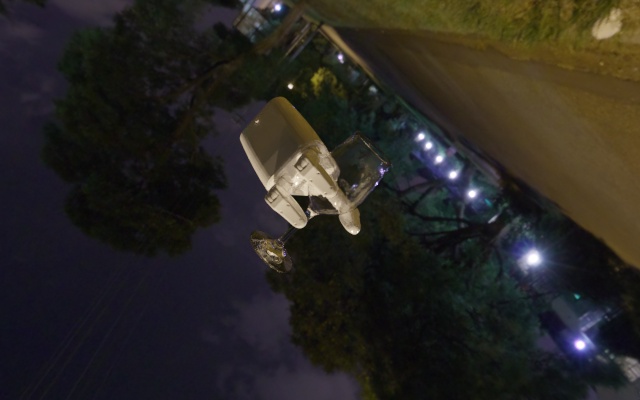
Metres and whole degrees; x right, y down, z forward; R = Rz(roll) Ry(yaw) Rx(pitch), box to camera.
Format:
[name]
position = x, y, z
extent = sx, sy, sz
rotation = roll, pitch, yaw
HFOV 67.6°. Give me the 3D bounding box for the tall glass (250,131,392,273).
[tall glass]
position = 0.000, 0.003, 0.623
extent = 0.201, 0.079, 0.079
rotation = -45, -16, 17
